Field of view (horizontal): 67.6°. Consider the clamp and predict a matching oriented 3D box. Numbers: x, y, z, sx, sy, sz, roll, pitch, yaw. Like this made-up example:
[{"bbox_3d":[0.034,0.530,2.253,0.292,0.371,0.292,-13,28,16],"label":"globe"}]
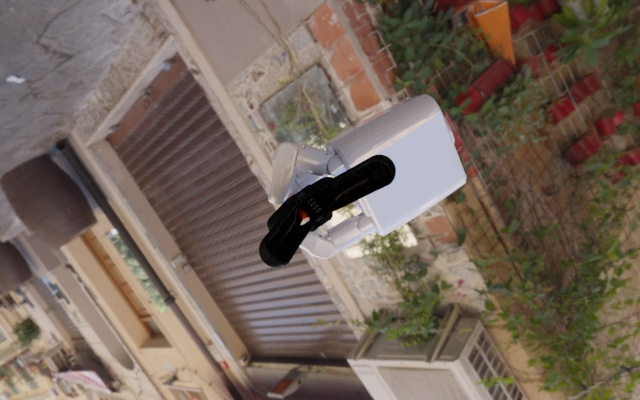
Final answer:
[{"bbox_3d":[0.000,0.002,0.416,0.120,0.039,0.171,-30,9,-2],"label":"clamp"}]
